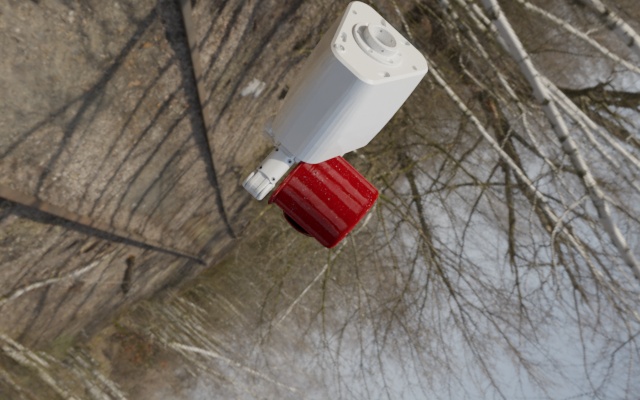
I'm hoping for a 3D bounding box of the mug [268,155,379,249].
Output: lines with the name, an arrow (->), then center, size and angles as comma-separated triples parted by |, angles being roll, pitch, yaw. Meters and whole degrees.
mug -> 0.000, 0.003, 0.506 | 0.117, 0.081, 0.093 | -48, 0, 45
